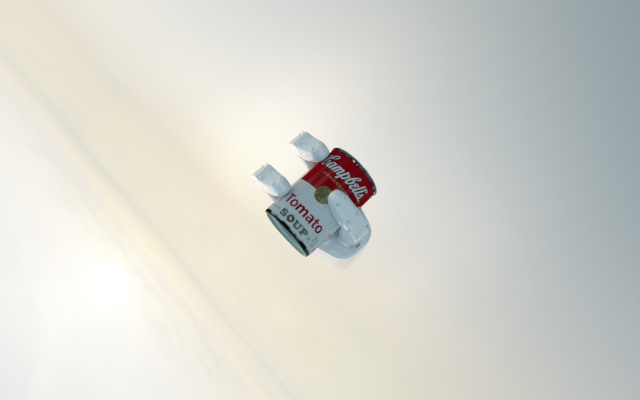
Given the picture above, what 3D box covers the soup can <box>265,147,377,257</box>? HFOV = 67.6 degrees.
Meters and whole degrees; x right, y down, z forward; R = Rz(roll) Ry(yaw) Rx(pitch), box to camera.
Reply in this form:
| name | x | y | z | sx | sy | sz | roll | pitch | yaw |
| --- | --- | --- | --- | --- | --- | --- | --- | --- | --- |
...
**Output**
| name | x | y | z | sx | sy | sz | roll | pitch | yaw |
| --- | --- | --- | --- | --- | --- | --- | --- | --- | --- |
| soup can | 0.000 | 0.002 | 0.504 | 0.102 | 0.068 | 0.068 | -42 | 11 | -12 |
